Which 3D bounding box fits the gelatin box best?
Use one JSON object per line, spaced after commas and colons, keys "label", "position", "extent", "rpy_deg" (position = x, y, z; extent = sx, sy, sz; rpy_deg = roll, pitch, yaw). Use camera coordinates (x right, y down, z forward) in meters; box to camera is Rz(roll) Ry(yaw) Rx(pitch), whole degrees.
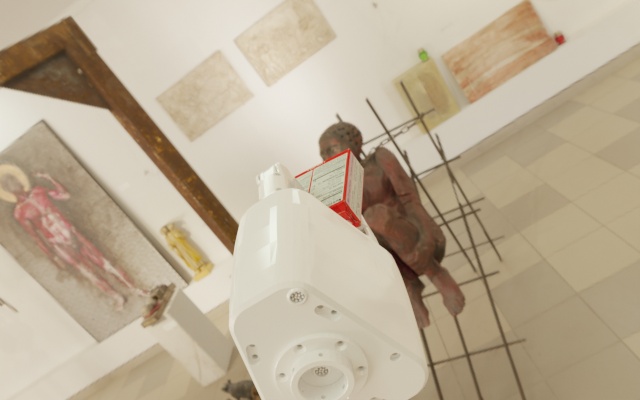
{"label": "gelatin box", "position": [0.000, 0.001, 0.418], "extent": [0.073, 0.030, 0.089], "rpy_deg": [-26, 29, 22]}
